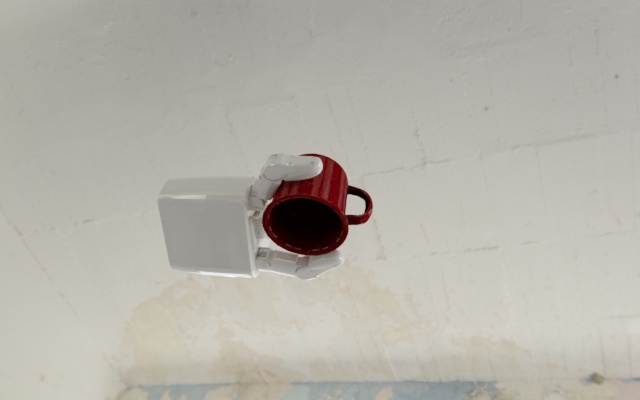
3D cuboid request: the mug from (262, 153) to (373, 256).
[{"bbox_3d":[0.002,0.002,0.535,0.117,0.093,0.081,2,43,7],"label":"mug"}]
